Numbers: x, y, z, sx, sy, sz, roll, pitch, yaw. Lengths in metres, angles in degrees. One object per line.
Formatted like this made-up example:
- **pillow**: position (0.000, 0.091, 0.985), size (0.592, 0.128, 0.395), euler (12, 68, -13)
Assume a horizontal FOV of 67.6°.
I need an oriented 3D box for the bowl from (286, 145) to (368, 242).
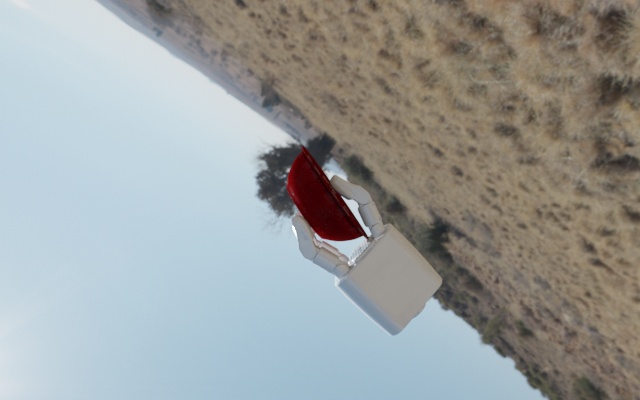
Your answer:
- **bowl**: position (-0.001, 0.001, 0.676), size (0.055, 0.162, 0.162), euler (-35, -3, 4)
